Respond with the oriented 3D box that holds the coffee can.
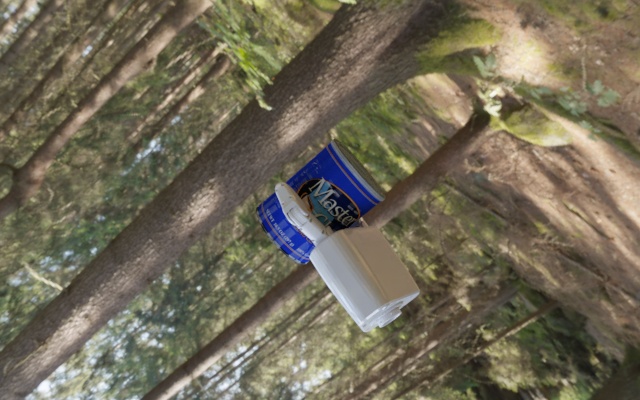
[{"bbox_3d":[0.000,0.002,0.633,0.140,0.103,0.103,-41,-10,12],"label":"coffee can"}]
